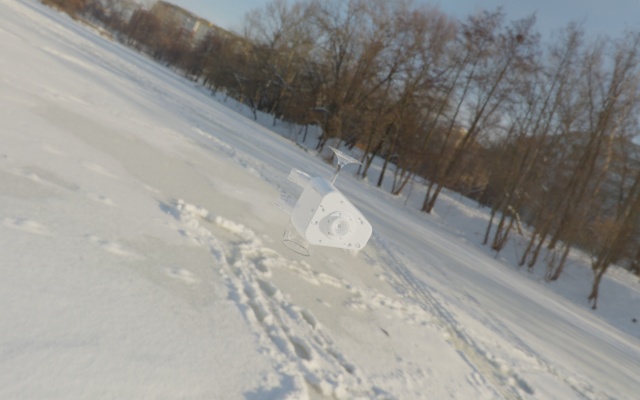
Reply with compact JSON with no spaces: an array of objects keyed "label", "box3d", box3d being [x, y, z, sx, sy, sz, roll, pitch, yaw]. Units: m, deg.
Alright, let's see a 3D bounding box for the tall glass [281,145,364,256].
[{"label":"tall glass","box3d":[0.000,0.002,0.889,0.079,0.201,0.079,28,6,-3]}]
